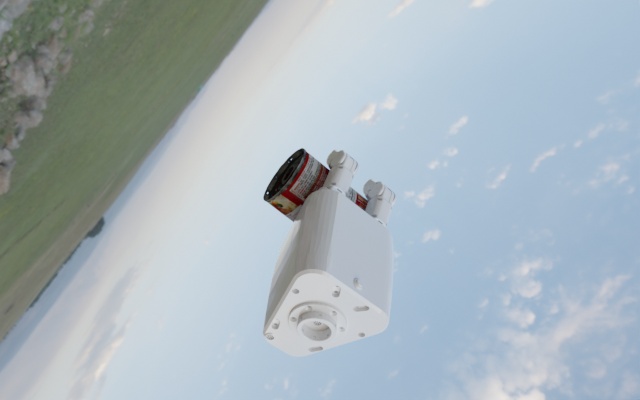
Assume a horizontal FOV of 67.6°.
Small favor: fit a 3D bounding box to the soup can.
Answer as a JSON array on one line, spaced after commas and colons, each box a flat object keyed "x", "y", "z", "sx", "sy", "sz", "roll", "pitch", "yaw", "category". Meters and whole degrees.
[{"x": 0.000, "y": 0.002, "z": 0.509, "sx": 0.102, "sy": 0.068, "sz": 0.068, "roll": 37, "pitch": -13, "yaw": -18, "category": "soup can"}]
